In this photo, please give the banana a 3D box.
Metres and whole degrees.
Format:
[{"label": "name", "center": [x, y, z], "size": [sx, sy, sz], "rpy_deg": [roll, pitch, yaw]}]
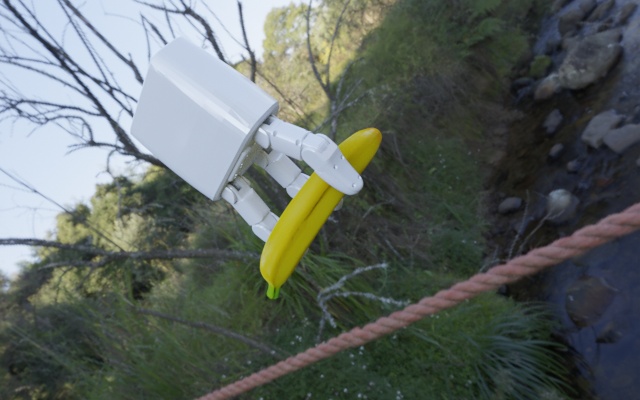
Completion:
[{"label": "banana", "center": [-0.002, 0.001, 0.443], "size": [0.037, 0.198, 0.069], "rpy_deg": [34, -9, 6]}]
